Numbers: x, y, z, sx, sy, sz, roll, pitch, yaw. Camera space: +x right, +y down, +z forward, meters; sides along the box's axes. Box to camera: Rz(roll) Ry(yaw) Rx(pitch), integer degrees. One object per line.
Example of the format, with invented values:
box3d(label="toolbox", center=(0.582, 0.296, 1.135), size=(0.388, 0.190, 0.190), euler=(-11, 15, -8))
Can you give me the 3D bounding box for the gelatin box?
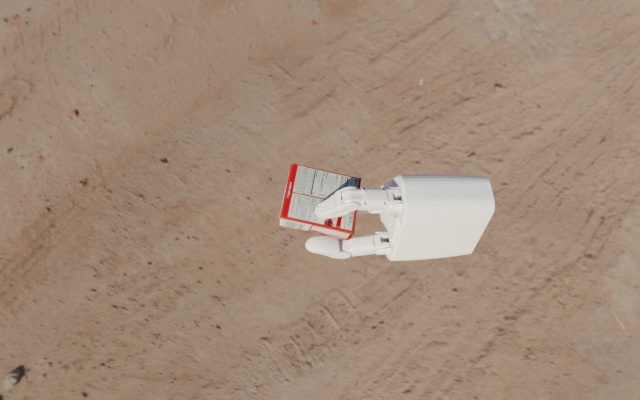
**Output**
box3d(label="gelatin box", center=(0.000, 0.002, 0.571), size=(0.089, 0.073, 0.030), euler=(12, -24, -6))
